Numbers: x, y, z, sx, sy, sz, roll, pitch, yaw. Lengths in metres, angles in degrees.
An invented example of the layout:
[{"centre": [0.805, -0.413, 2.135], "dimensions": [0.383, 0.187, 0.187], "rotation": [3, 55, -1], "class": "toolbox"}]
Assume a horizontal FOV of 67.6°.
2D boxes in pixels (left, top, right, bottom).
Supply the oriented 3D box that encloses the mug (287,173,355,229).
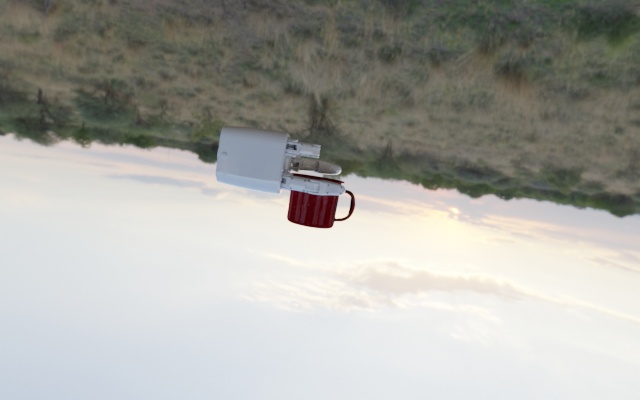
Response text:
[{"centre": [0.002, 0.003, 0.806], "dimensions": [0.117, 0.081, 0.093], "rotation": [10, 5, 4], "class": "mug"}]
